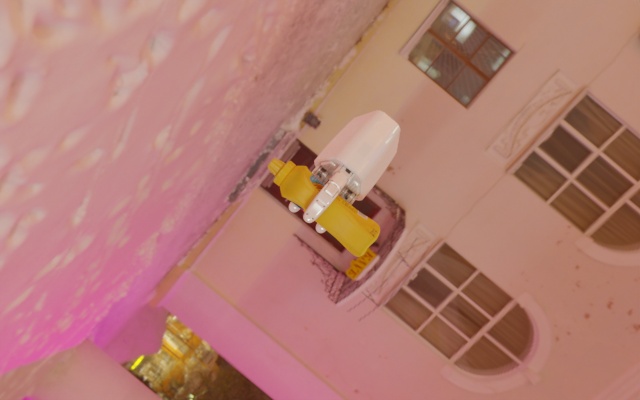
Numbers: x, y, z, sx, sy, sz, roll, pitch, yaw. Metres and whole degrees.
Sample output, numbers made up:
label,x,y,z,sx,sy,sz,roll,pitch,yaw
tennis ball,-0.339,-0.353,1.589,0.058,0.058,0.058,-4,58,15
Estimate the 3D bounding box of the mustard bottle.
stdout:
label,x,y,z,sx,sy,sz,roll,pitch,yaw
mustard bottle,0.000,0.003,0.719,0.191,0.058,0.096,39,10,-1
